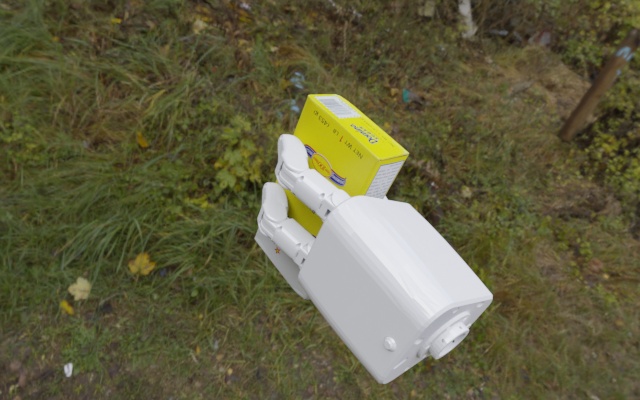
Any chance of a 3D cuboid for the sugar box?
[{"bbox_3d":[0.000,0.002,0.438,0.048,0.176,0.093,-13,49,-43],"label":"sugar box"}]
